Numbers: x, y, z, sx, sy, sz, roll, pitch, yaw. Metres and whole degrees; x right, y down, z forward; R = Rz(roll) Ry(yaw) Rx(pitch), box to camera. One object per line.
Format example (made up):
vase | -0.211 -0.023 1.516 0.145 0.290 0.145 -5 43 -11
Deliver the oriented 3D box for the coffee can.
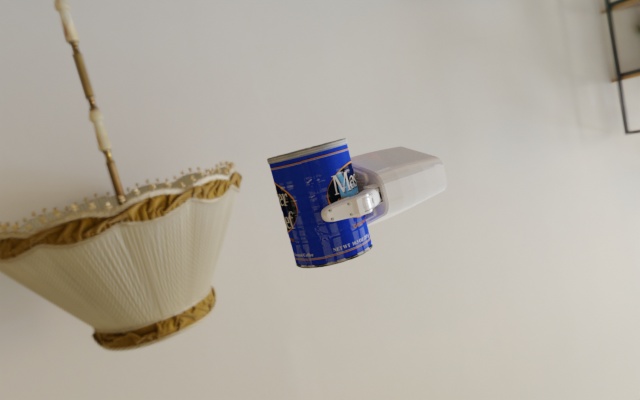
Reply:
coffee can | 0.000 0.002 0.603 0.103 0.140 0.103 -14 7 2
